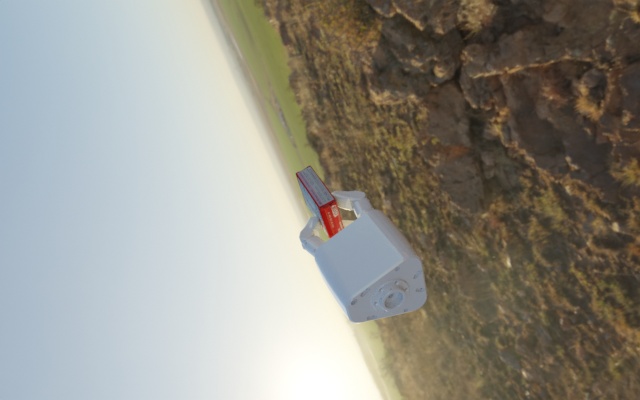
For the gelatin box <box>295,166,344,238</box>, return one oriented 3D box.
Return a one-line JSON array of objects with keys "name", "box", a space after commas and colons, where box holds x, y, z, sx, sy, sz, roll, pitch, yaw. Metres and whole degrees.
[{"name": "gelatin box", "box": [0.000, 0.002, 0.714, 0.030, 0.073, 0.089, -28, 48, -9]}]
